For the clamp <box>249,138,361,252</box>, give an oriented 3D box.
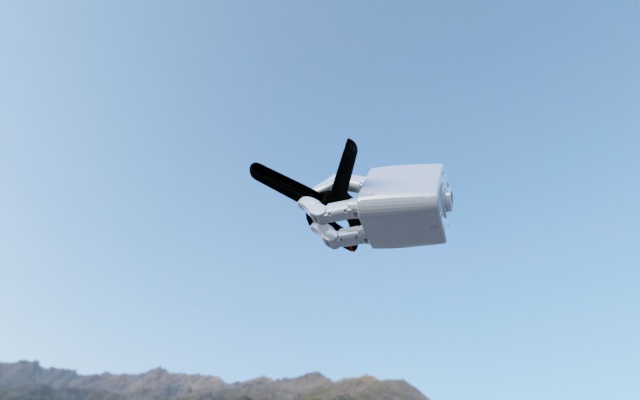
[{"bbox_3d":[0.001,0.002,0.710,0.164,0.036,0.210,-5,-46,22],"label":"clamp"}]
